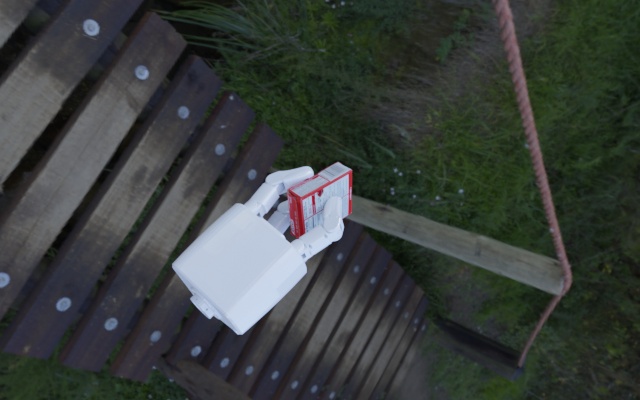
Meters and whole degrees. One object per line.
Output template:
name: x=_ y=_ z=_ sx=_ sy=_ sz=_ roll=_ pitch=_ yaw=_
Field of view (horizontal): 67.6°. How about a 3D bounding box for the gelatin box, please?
gelatin box: x=0.001 y=0.002 z=0.611 sx=0.089 sy=0.073 sz=0.030 roll=-30 pitch=46 yaw=-30
